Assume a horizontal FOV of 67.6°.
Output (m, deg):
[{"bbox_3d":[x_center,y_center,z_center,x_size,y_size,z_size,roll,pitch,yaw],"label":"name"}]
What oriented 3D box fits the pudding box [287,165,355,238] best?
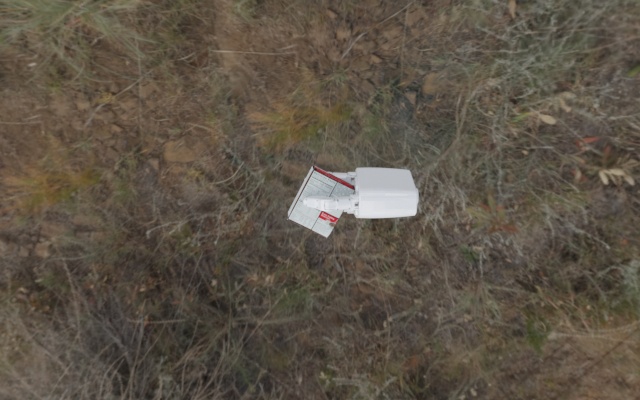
[{"bbox_3d":[0.000,0.003,0.898,0.090,0.113,0.039,27,13,-9],"label":"pudding box"}]
